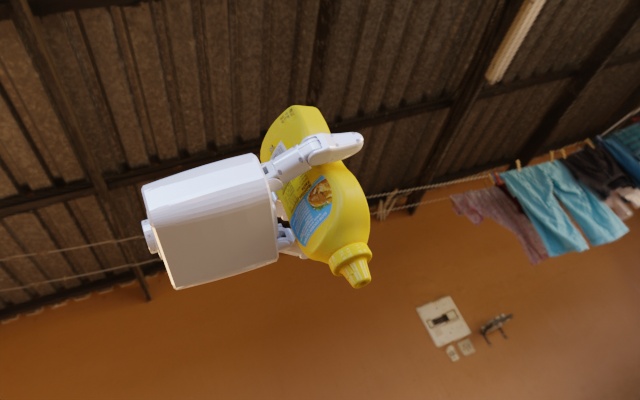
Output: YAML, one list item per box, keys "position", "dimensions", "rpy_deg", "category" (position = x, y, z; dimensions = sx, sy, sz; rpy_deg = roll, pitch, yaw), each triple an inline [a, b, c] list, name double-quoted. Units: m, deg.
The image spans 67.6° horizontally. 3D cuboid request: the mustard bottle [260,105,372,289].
- position: [0.000, 0.001, 0.481]
  dimensions: [0.058, 0.191, 0.096]
  rpy_deg: [-2, -38, -37]
  category: "mustard bottle"
